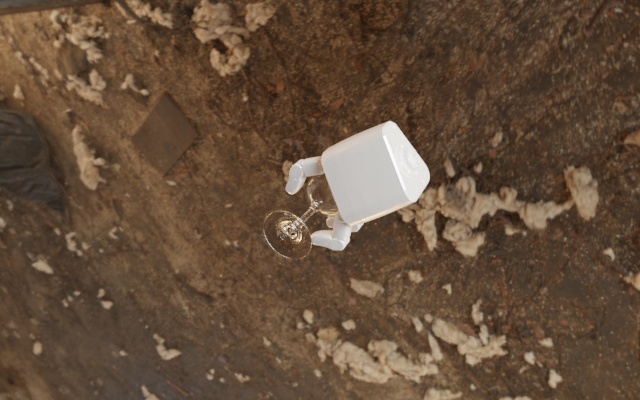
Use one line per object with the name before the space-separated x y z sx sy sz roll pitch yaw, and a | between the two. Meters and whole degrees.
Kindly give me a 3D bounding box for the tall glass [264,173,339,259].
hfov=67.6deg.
tall glass | 0.000 0.003 0.714 0.079 0.079 0.201 0 27 30
